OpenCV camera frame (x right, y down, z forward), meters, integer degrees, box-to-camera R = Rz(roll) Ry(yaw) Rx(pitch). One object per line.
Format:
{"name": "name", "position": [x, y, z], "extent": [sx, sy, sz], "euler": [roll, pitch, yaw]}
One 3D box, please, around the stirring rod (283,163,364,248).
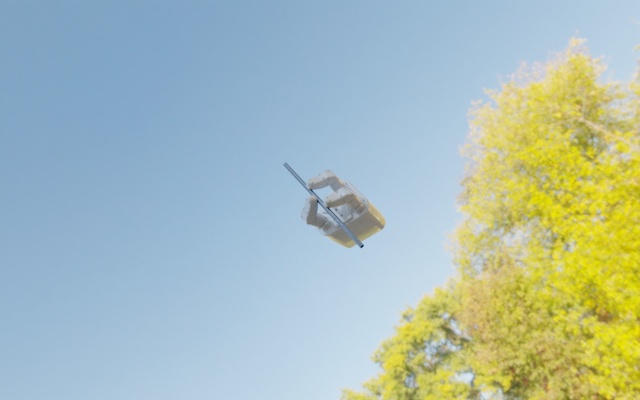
{"name": "stirring rod", "position": [0.000, 0.003, 0.844], "extent": [0.011, 0.011, 0.239], "euler": [0, 37, -45]}
